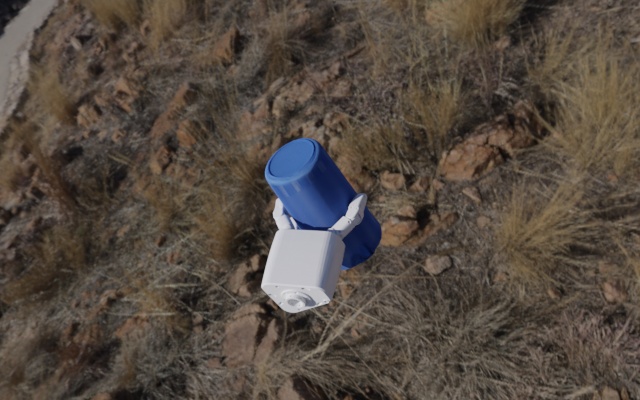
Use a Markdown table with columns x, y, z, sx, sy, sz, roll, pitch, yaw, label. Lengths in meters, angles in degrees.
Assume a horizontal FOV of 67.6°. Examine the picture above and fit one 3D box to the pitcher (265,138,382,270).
| x | y | z | sx | sy | sz | roll | pitch | yaw | label |
| --- | --- | --- | --- | --- | --- | --- | --- | --- | --- |
| 0.000 | 0.003 | 0.866 | 0.149 | 0.145 | 0.243 | -9 | -45 | 29 | pitcher |
